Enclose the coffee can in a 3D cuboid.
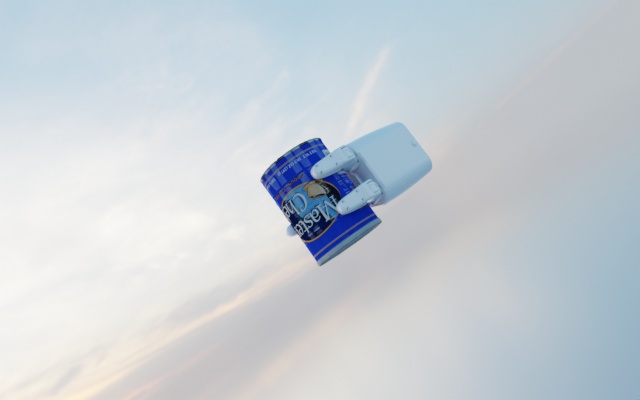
[{"bbox_3d":[0.000,0.002,0.641,0.103,0.140,0.103,-35,-9,-6],"label":"coffee can"}]
